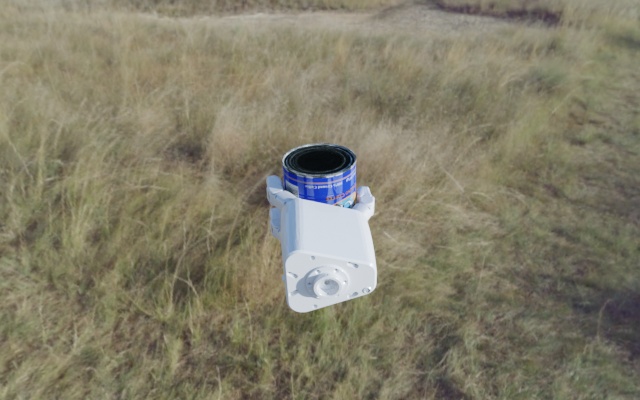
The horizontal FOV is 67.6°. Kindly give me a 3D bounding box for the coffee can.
[{"bbox_3d":[0.000,0.002,0.686,0.103,0.140,0.102,-2,31,1],"label":"coffee can"}]
